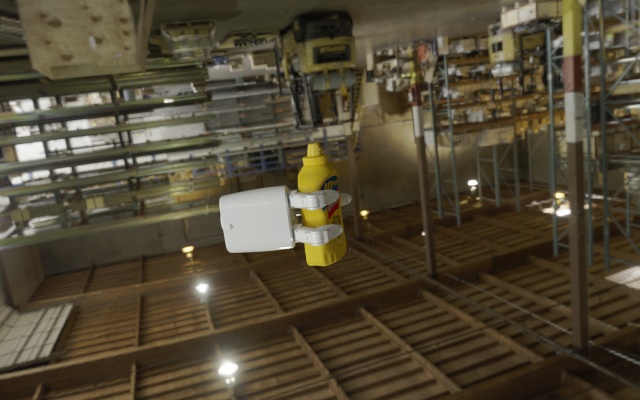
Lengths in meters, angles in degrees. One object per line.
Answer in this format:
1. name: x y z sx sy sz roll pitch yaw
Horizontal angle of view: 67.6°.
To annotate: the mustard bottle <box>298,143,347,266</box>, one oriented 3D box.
1. mustard bottle: 0.000 0.003 0.777 0.058 0.192 0.096 -2 12 27
